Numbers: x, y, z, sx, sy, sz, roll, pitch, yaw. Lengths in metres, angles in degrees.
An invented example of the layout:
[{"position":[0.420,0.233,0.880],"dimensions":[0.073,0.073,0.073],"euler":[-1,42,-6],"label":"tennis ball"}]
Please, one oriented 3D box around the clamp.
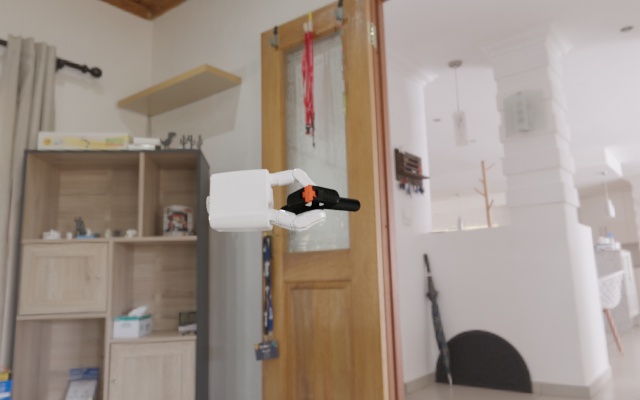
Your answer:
[{"position":[0.000,0.002,0.885],"dimensions":[0.164,0.036,0.210],"euler":[-6,-10,-2],"label":"clamp"}]
